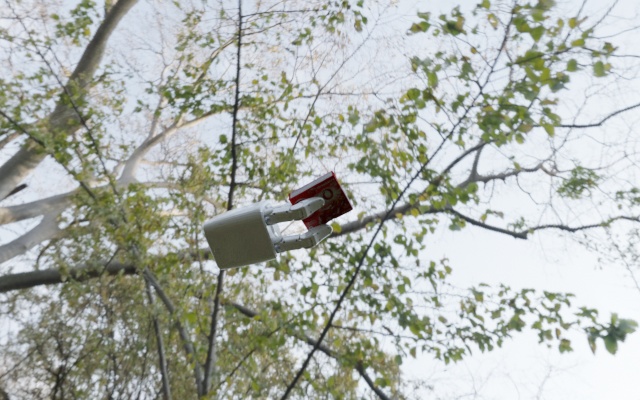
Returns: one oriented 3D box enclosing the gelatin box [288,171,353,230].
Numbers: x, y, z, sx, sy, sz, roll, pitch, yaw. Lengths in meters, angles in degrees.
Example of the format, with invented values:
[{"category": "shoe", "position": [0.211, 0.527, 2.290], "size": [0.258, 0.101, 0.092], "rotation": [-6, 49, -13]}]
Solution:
[{"category": "gelatin box", "position": [0.000, 0.002, 0.814], "size": [0.089, 0.073, 0.030], "rotation": [-28, 21, 6]}]
